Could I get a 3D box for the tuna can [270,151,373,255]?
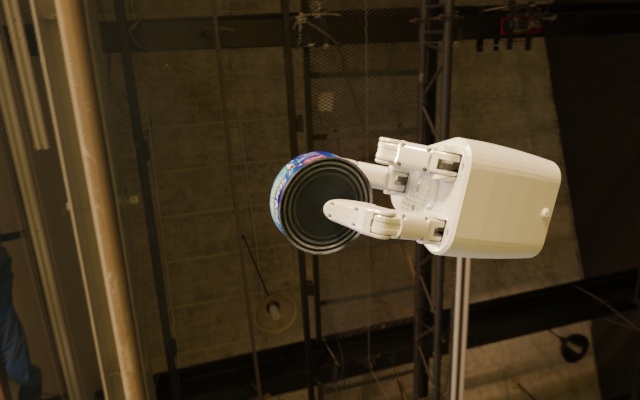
[{"bbox_3d":[0.000,0.001,0.415,0.086,0.086,0.033,0,16,-24],"label":"tuna can"}]
